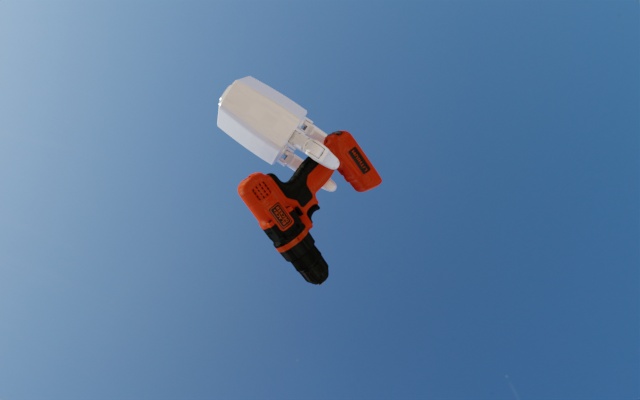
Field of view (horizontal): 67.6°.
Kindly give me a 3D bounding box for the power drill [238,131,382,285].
[{"bbox_3d":[0.000,0.002,0.691,0.187,0.184,0.057,-40,14,-23],"label":"power drill"}]
